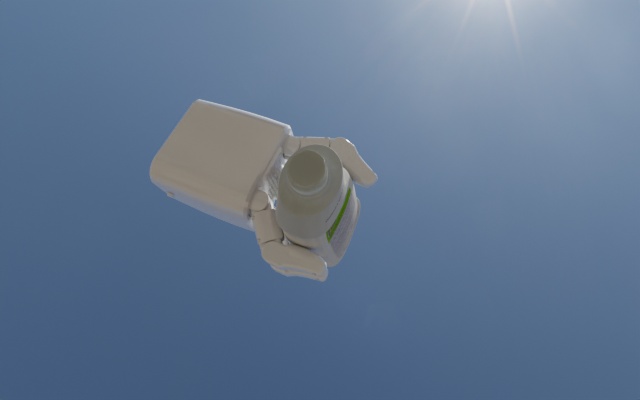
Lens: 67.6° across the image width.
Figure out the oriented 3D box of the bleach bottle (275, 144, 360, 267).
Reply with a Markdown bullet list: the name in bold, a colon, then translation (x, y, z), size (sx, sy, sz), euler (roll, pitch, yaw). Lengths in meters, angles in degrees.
- **bleach bottle**: translation (0.000, 0.002, 0.471), size (0.068, 0.102, 0.251), euler (18, -13, 8)
